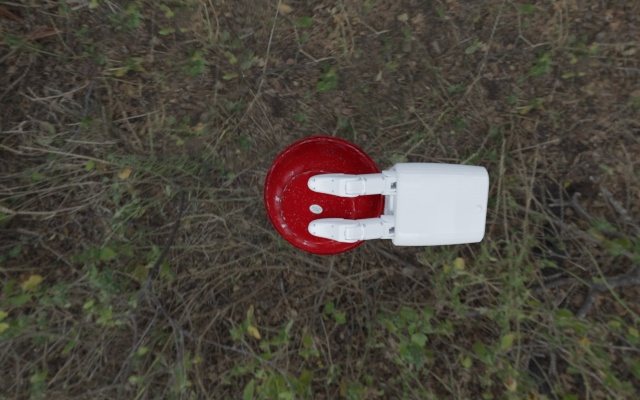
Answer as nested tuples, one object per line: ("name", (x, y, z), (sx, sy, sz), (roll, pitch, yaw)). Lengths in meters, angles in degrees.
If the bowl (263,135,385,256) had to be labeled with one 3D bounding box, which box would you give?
("bowl", (-0.001, 0.002, 0.600), (0.162, 0.162, 0.055), (0, 15, 9))
